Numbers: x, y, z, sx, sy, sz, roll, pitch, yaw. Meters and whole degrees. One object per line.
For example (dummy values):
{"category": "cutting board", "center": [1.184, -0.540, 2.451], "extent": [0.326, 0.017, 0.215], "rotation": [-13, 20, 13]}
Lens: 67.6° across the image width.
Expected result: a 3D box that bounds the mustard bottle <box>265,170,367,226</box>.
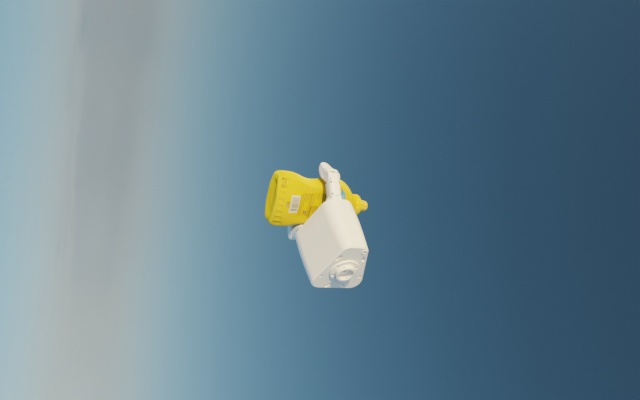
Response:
{"category": "mustard bottle", "center": [0.000, 0.003, 0.870], "extent": [0.191, 0.096, 0.058], "rotation": [6, 18, -25]}
